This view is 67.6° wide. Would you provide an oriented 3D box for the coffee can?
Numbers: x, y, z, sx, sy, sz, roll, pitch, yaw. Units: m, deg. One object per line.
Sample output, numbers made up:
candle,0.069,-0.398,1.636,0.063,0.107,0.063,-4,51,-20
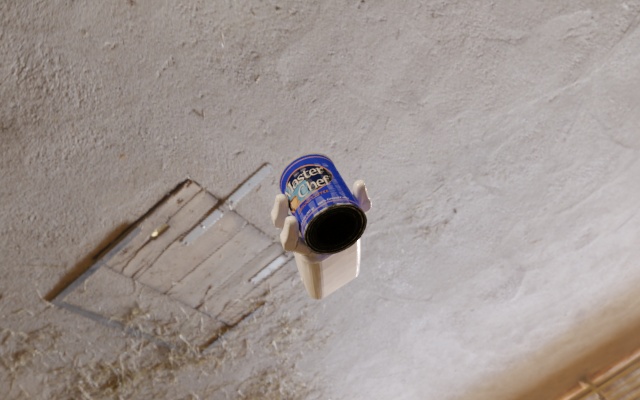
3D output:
coffee can,0.000,0.002,0.766,0.103,0.103,0.140,0,38,-25
